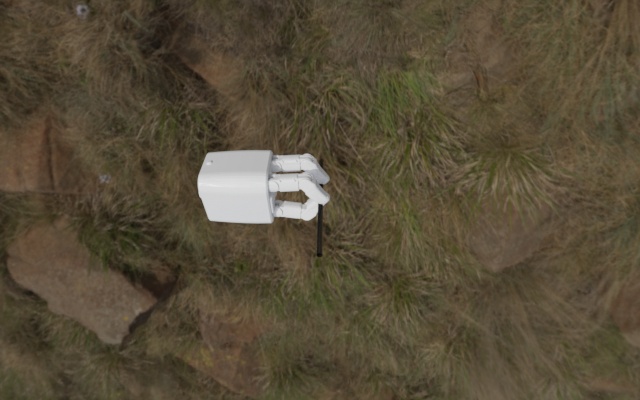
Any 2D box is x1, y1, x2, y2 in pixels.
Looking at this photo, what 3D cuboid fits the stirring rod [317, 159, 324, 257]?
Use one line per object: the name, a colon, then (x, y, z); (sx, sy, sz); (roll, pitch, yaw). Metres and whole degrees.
stirring rod: (0.000, 0.002, 0.747); (0.011, 0.011, 0.239); (0, 37, 1)
